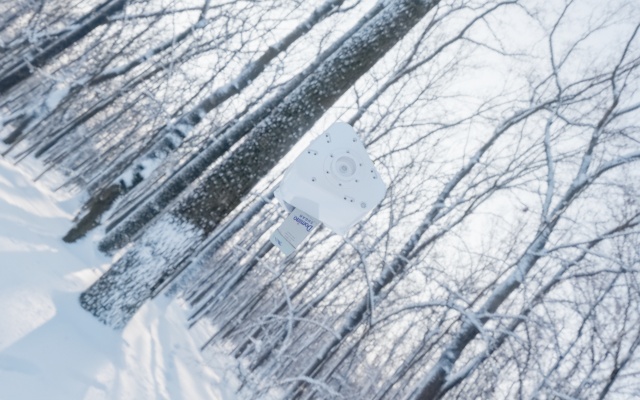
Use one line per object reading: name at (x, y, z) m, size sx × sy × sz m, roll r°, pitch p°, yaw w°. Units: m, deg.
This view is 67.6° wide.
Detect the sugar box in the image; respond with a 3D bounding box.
sugar box at (0.000, 0.002, 0.716) m, size 0.176 × 0.048 × 0.093 m, roll -44°, pitch -1°, yaw -18°
